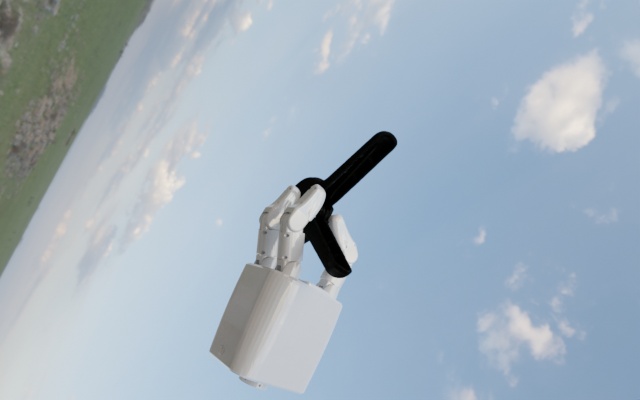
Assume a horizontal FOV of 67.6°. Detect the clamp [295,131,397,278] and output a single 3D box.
[{"bbox_3d":[0.000,0.002,0.551,0.036,0.164,0.210,34,-17,-26],"label":"clamp"}]
